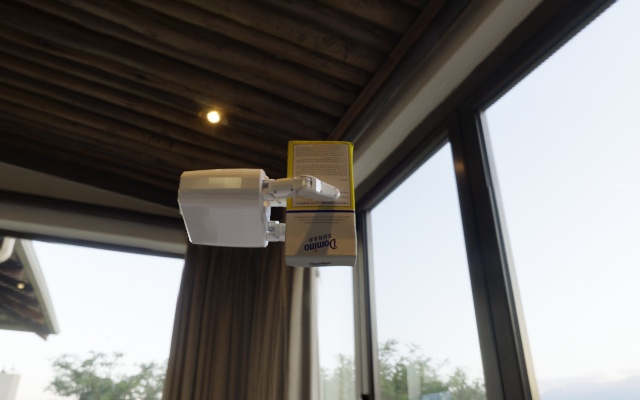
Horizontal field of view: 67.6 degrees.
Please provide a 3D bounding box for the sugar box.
[{"bbox_3d":[0.000,0.002,0.649,0.093,0.176,0.048,0,-26,0],"label":"sugar box"}]
